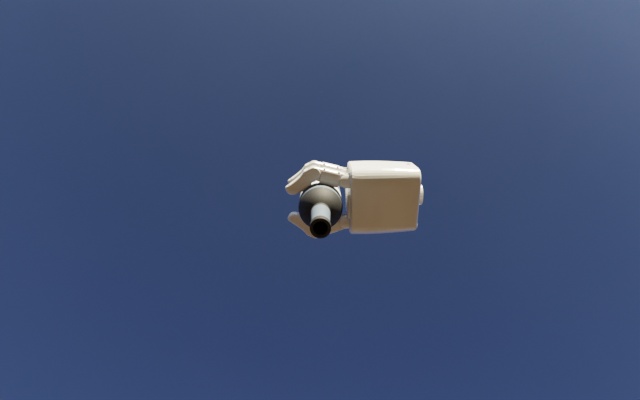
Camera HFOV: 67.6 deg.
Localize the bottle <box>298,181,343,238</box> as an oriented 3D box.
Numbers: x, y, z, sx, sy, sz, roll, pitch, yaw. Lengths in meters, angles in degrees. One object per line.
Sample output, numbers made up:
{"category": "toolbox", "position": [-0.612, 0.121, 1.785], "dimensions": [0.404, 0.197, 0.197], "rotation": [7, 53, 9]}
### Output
{"category": "bottle", "position": [0.000, 0.002, 0.745], "dimensions": [0.069, 0.069, 0.295], "rotation": [0, 13, 0]}
